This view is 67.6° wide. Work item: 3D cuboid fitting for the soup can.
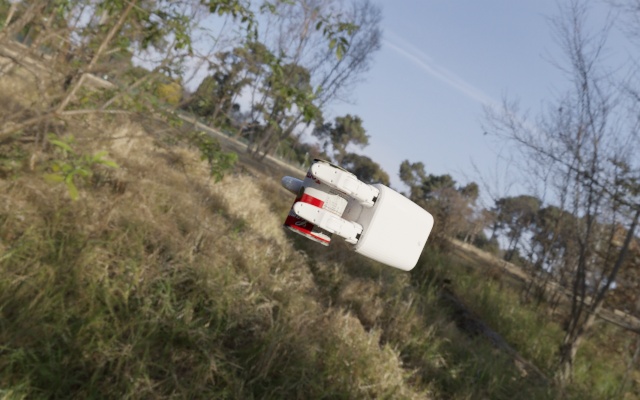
[{"bbox_3d":[0.000,0.002,0.654,0.068,0.102,0.068,24,-3,1],"label":"soup can"}]
